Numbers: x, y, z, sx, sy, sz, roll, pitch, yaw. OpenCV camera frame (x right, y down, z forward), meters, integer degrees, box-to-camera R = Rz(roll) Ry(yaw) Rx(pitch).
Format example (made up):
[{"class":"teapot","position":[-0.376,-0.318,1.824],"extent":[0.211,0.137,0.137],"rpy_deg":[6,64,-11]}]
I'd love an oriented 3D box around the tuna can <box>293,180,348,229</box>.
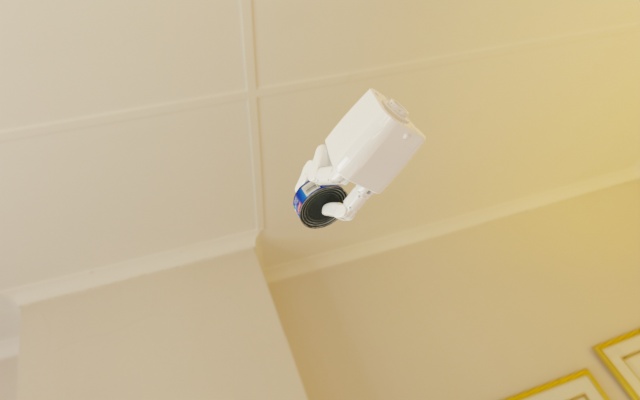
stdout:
[{"class":"tuna can","position":[0.000,0.002,0.766],"extent":[0.086,0.086,0.033],"rpy_deg":[0,39,-32]}]
